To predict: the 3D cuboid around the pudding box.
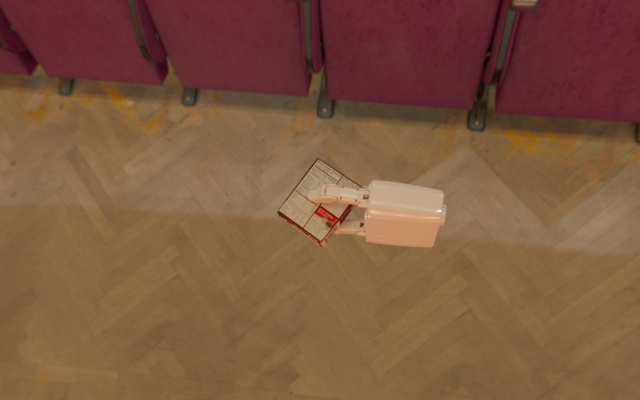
[{"bbox_3d":[0.000,0.002,0.754,0.090,0.113,0.039,35,-11,14],"label":"pudding box"}]
